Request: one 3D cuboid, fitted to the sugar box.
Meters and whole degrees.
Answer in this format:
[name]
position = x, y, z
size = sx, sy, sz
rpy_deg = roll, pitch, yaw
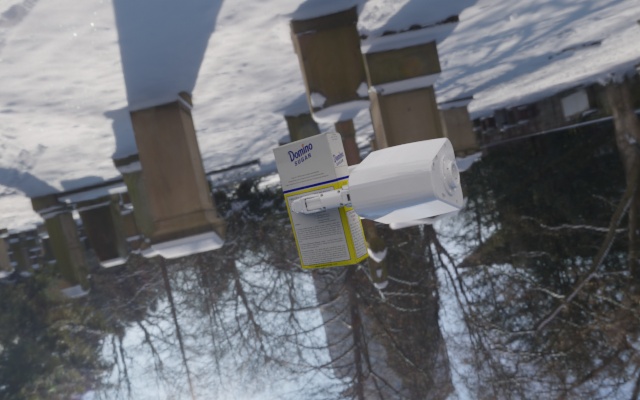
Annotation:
[sugar box]
position = 0.001, 0.002, 0.656
size = 0.093, 0.176, 0.048
rpy_deg = -11, 1, 32
